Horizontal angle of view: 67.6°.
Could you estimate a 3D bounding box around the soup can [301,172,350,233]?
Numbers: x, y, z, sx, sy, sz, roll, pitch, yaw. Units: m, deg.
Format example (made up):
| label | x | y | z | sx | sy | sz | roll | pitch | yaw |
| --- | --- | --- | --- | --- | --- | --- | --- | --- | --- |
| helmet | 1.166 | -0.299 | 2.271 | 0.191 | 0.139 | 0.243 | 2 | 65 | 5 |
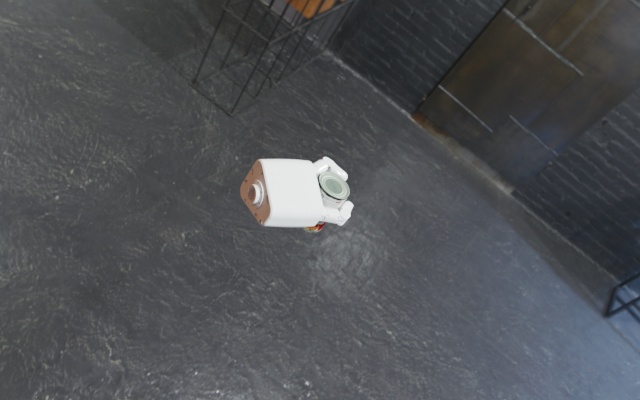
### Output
| label | x | y | z | sx | sy | sz | roll | pitch | yaw |
| --- | --- | --- | --- | --- | --- | --- | --- | --- | --- |
| soup can | 0.001 | 0.003 | 0.889 | 0.068 | 0.068 | 0.102 | 0 | -38 | -39 |
